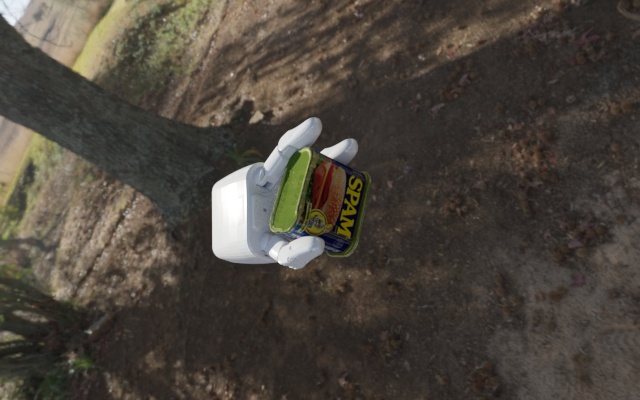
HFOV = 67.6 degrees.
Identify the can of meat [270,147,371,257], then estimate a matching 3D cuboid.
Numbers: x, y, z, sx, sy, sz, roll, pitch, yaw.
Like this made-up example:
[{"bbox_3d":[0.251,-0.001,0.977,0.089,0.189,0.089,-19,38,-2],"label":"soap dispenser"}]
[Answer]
[{"bbox_3d":[0.000,0.002,0.524,0.084,0.102,0.057,24,-17,-32],"label":"can of meat"}]
